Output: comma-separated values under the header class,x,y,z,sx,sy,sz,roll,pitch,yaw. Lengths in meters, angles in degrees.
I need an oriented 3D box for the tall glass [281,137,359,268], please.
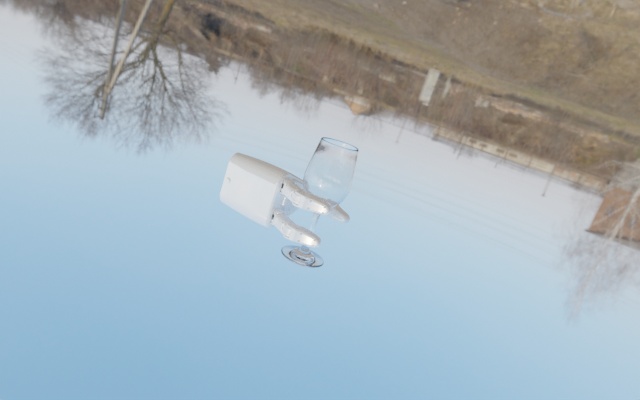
class,x,y,z,sx,sy,sz,roll,pitch,yaw
tall glass,0.000,0.003,0.770,0.079,0.201,0.079,18,15,-5
